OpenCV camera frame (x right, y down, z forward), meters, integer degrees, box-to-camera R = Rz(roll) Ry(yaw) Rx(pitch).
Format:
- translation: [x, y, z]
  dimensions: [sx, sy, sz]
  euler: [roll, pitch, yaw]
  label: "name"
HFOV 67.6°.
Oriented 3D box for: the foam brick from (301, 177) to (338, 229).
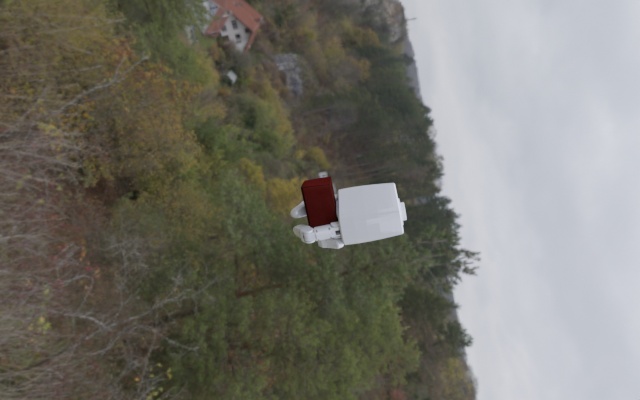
- translation: [0.000, 0.003, 0.844]
  dimensions: [0.051, 0.078, 0.053]
  euler: [-9, 18, 8]
  label: "foam brick"
